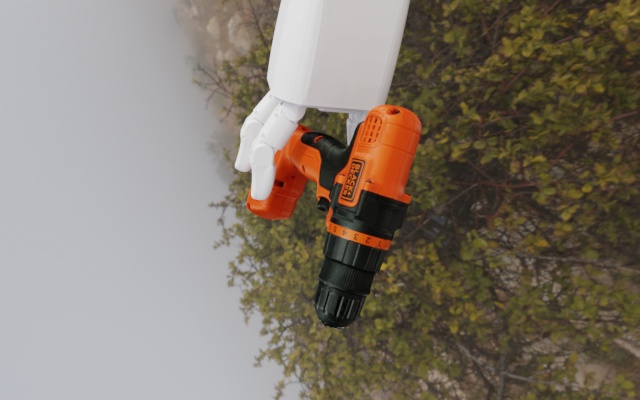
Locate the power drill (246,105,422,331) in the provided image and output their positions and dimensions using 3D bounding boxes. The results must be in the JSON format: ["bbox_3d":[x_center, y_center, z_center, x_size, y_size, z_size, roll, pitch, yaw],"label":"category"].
[{"bbox_3d":[0.000,0.001,0.440,0.057,0.184,0.187,18,1,-36],"label":"power drill"}]
